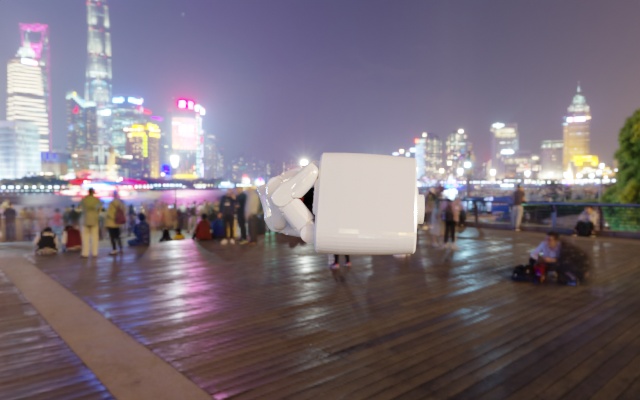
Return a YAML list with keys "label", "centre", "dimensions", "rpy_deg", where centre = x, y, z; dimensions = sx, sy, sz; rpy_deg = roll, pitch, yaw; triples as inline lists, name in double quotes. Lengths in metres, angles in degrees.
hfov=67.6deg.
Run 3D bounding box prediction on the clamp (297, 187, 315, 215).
- label: "clamp"
  centre: [0.000, 0.001, 0.637]
  dimensions: [0.120, 0.039, 0.171]
  rpy_deg: [4, 3, 7]
